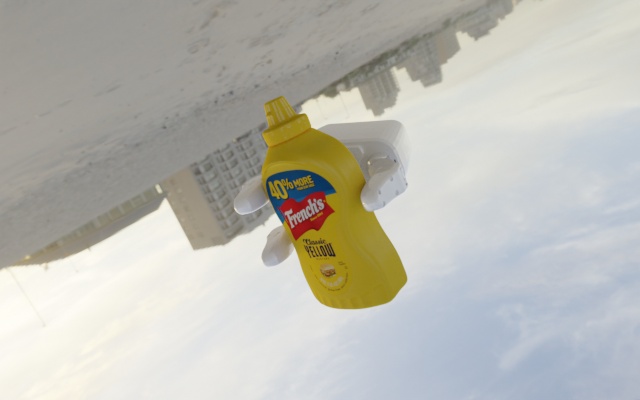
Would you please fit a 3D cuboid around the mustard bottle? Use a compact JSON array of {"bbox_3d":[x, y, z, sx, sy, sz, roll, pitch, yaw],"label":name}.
[{"bbox_3d":[0.000,0.002,0.415,0.096,0.192,0.058,-9,21,45],"label":"mustard bottle"}]
